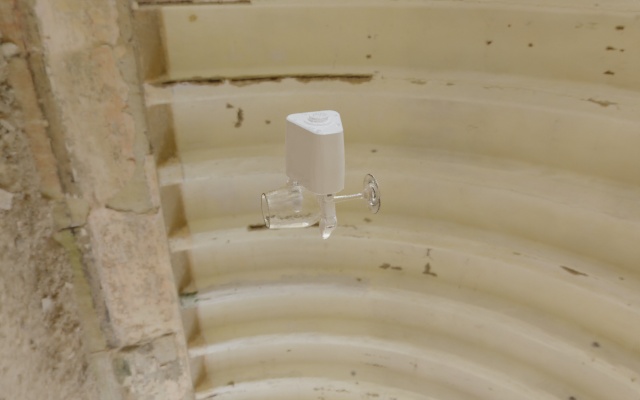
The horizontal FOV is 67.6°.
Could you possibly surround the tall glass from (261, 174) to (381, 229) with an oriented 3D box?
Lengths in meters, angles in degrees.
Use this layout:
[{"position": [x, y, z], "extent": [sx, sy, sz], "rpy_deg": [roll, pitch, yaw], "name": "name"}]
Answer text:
[{"position": [0.001, 0.003, 0.841], "extent": [0.201, 0.079, 0.079], "rpy_deg": [-9, 3, -17], "name": "tall glass"}]
